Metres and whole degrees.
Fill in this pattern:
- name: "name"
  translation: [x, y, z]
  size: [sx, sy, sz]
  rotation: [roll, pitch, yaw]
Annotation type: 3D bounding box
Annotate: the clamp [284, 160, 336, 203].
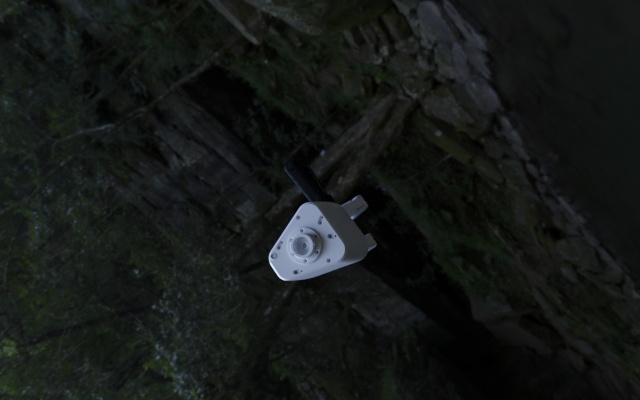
- name: "clamp"
  translation: [0.000, 0.003, 0.776]
  size: [0.039, 0.171, 0.120]
  rotation: [-39, -15, 13]
